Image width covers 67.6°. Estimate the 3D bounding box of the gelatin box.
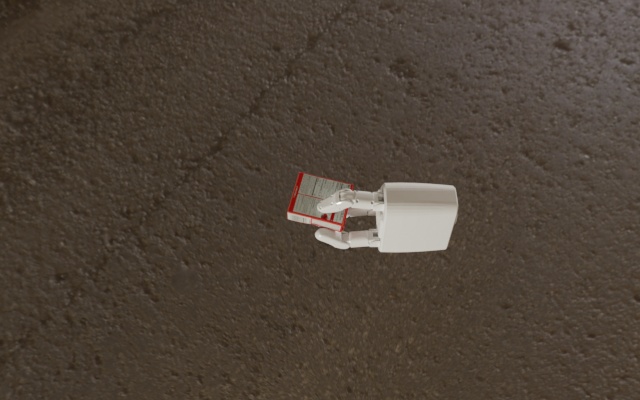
[{"bbox_3d":[0.000,0.002,0.736,0.089,0.073,0.030,14,-27,2],"label":"gelatin box"}]
